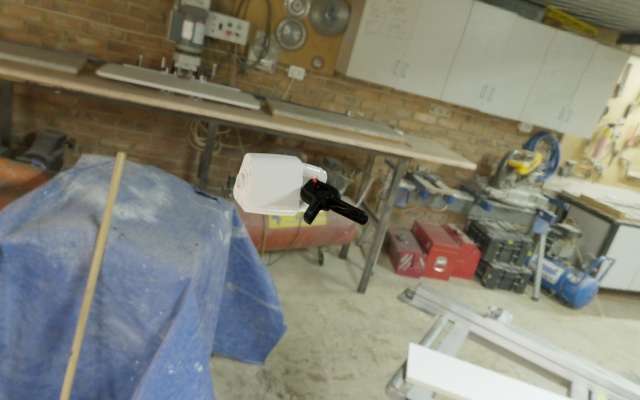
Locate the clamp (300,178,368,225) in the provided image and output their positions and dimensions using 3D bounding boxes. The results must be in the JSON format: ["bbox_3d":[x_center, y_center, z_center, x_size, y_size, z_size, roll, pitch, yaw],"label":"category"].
[{"bbox_3d":[0.000,0.002,0.896,0.120,0.039,0.171,3,21,-30],"label":"clamp"}]
